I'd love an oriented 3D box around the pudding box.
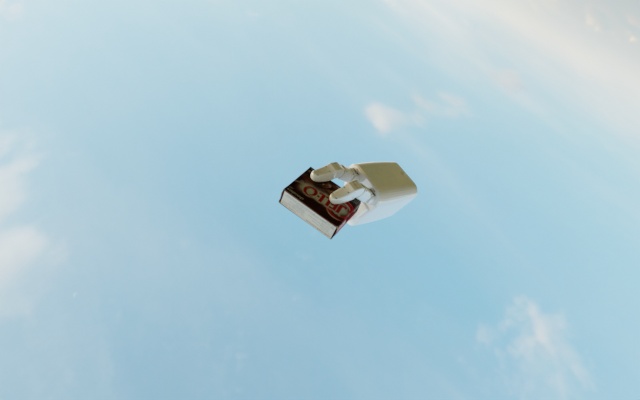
[{"bbox_3d":[0.000,0.003,0.808,0.113,0.039,0.090,33,40,11],"label":"pudding box"}]
